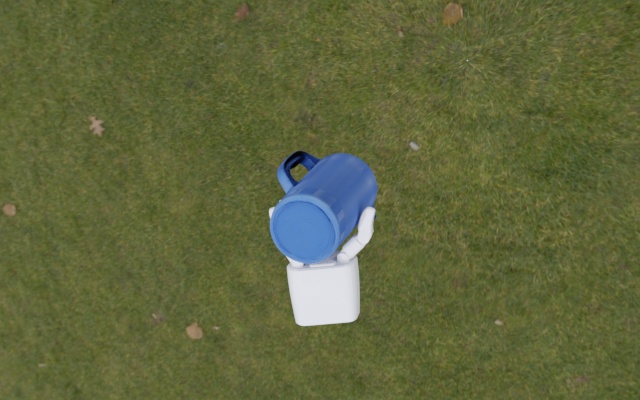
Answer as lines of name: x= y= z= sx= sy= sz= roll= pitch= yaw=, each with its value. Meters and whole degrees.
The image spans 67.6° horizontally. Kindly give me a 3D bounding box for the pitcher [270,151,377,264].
pitcher: x=0.000 y=0.003 z=0.790 sx=0.149 sy=0.145 sz=0.242 roll=1 pitch=17 yaw=17
